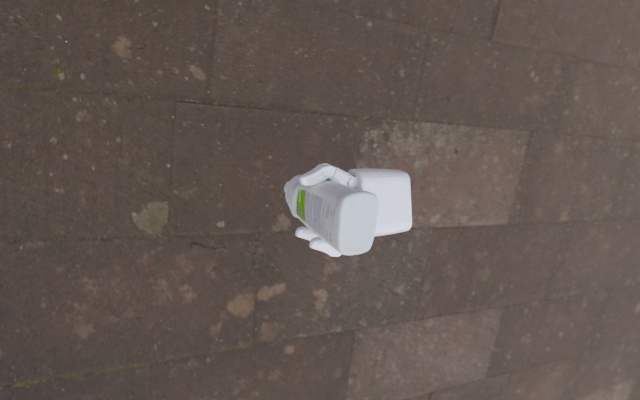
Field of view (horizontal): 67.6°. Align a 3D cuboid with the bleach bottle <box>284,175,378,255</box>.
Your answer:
[{"bbox_3d":[0.000,0.003,0.805,0.068,0.102,0.250,-3,18,-27],"label":"bleach bottle"}]
